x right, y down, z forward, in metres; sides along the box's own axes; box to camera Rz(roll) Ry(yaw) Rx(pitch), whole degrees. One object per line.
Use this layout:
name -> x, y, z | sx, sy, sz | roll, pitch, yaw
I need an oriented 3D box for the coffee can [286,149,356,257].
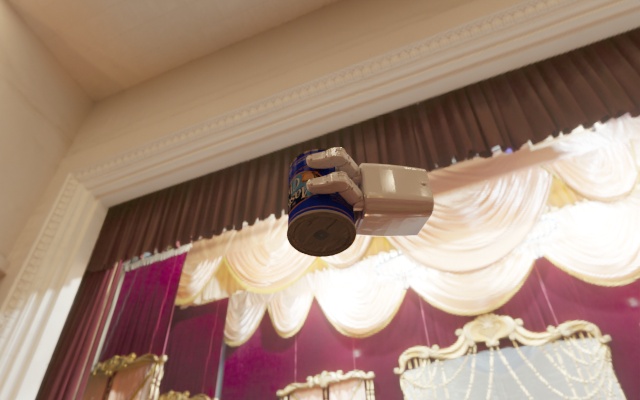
coffee can -> 0.000, 0.003, 0.747 | 0.103, 0.140, 0.103 | -1, -44, -1
